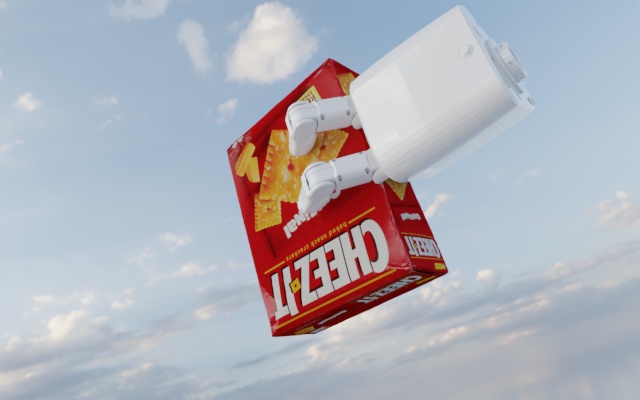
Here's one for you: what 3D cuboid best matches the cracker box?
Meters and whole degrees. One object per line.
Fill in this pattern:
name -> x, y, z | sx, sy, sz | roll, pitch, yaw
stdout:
cracker box -> 0.000, 0.001, 0.459 | 0.164, 0.213, 0.072 | -33, -28, 32
